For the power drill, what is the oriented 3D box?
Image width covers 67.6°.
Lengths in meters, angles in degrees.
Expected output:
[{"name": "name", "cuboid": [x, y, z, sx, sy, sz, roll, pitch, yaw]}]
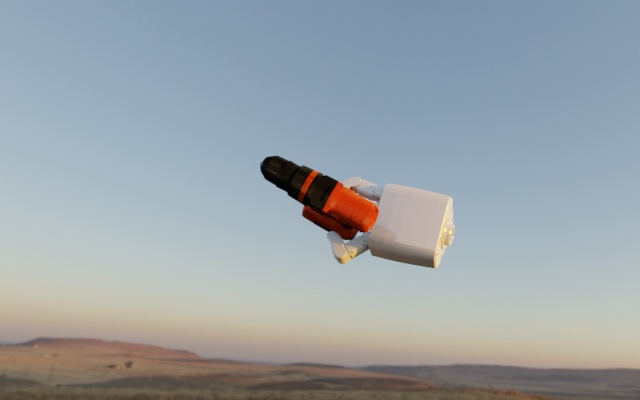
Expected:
[{"name": "power drill", "cuboid": [0.000, 0.003, 0.745, 0.184, 0.057, 0.188, 30, -7, 9]}]
